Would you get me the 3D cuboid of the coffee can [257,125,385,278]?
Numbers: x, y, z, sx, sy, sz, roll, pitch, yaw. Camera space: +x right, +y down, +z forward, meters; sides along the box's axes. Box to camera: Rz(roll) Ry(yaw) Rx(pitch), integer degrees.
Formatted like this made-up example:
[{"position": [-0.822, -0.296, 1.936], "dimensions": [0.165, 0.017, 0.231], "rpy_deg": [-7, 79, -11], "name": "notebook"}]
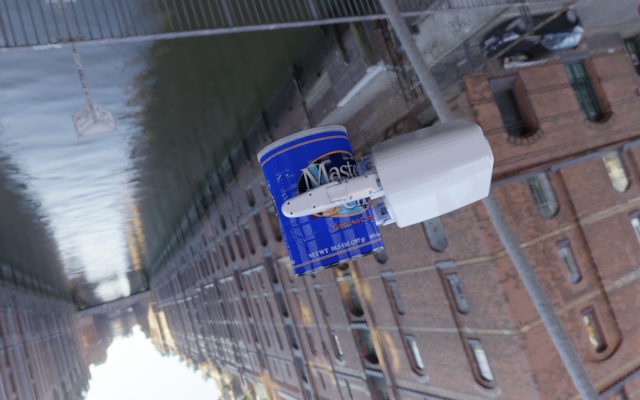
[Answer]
[{"position": [0.000, 0.002, 0.523], "dimensions": [0.103, 0.140, 0.103], "rpy_deg": [-17, -6, -2], "name": "coffee can"}]
